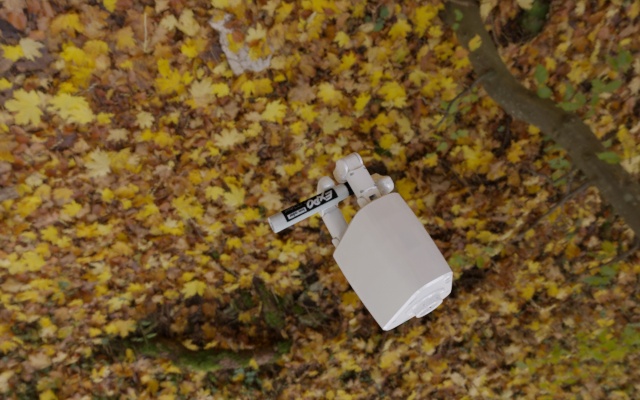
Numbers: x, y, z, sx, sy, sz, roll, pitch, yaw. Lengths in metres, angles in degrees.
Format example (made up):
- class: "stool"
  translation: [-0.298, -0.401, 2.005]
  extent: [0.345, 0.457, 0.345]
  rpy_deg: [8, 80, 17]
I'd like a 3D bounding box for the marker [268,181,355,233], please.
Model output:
- class: "marker"
  translation: [0.000, 0.002, 0.528]
  extent: [0.121, 0.020, 0.020]
  rpy_deg: [-25, 7, -15]
